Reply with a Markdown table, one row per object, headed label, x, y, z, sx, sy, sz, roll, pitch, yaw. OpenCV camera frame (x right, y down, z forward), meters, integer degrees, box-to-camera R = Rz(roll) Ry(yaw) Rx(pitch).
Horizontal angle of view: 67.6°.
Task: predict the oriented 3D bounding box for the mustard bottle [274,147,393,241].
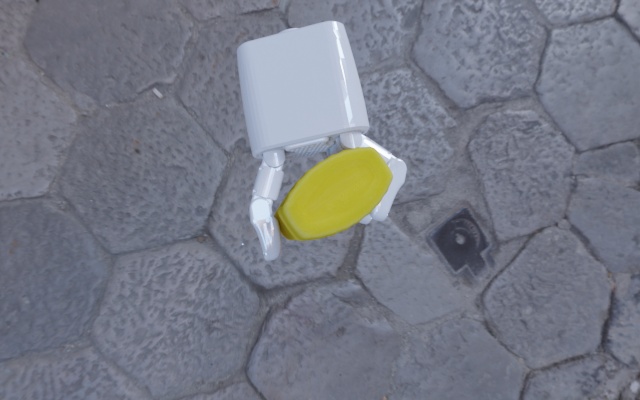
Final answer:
| label | x | y | z | sx | sy | sz | roll | pitch | yaw |
| --- | --- | --- | --- | --- | --- | --- | --- | --- | --- |
| mustard bottle | 0.000 | 0.002 | 0.468 | 0.096 | 0.058 | 0.191 | -36 | 1 | -10 |
